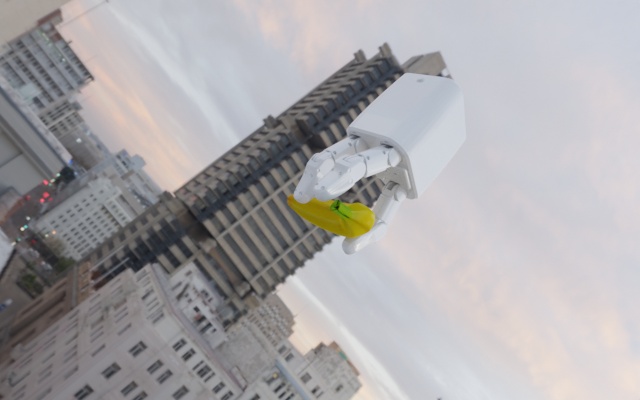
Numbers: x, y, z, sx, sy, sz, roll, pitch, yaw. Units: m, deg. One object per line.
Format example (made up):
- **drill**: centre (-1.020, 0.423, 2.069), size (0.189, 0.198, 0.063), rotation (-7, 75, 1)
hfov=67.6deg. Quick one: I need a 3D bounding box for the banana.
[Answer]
- **banana**: centre (0.015, 0.013, 0.552), size (0.069, 0.037, 0.198), rotation (39, -11, -15)
